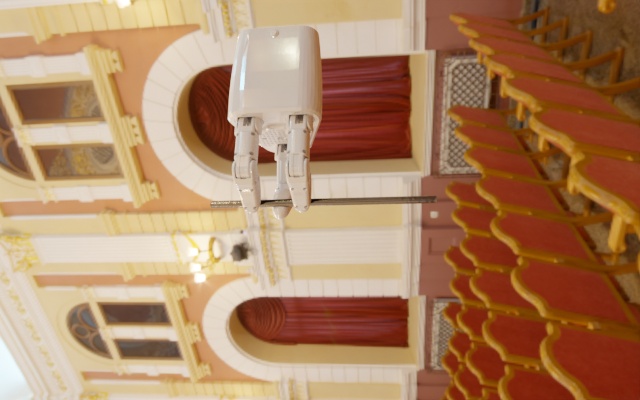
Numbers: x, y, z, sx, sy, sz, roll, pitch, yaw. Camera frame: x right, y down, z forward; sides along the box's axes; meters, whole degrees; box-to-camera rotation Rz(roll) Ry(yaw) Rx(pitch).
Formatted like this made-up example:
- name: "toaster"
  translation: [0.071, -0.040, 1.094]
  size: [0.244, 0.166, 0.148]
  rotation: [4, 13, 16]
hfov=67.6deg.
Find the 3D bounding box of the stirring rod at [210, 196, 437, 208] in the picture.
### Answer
- name: "stirring rod"
  translation: [0.000, 0.002, 0.507]
  size: [0.239, 0.011, 0.011]
  rotation: [-1, 0, 7]
